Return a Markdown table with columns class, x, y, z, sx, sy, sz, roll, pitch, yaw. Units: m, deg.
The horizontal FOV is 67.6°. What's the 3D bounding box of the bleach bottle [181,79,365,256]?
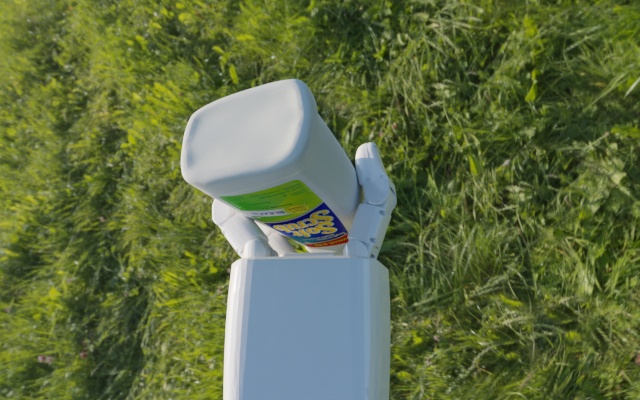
| class | x | y | z | sx | sy | sz | roll | pitch | yaw |
| --- | --- | --- | --- | --- | --- | --- | --- | --- | --- |
| bleach bottle | 0.000 | 0.001 | 0.407 | 0.102 | 0.068 | 0.251 | -10 | -26 | 23 |
